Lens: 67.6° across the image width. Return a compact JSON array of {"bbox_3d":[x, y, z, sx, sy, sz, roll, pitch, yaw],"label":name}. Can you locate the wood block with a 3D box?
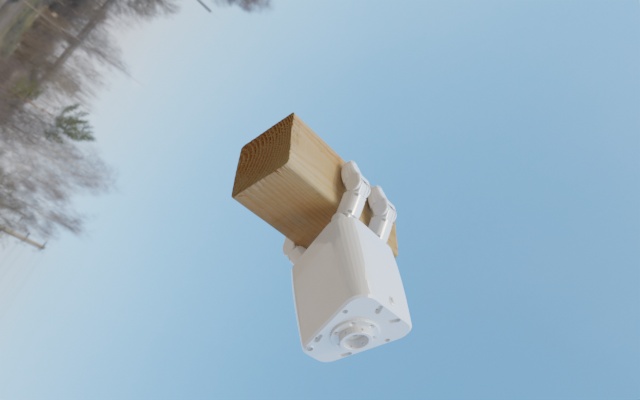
[{"bbox_3d":[0.000,0.002,0.596,0.091,0.090,0.206,-28,-51,29],"label":"wood block"}]
